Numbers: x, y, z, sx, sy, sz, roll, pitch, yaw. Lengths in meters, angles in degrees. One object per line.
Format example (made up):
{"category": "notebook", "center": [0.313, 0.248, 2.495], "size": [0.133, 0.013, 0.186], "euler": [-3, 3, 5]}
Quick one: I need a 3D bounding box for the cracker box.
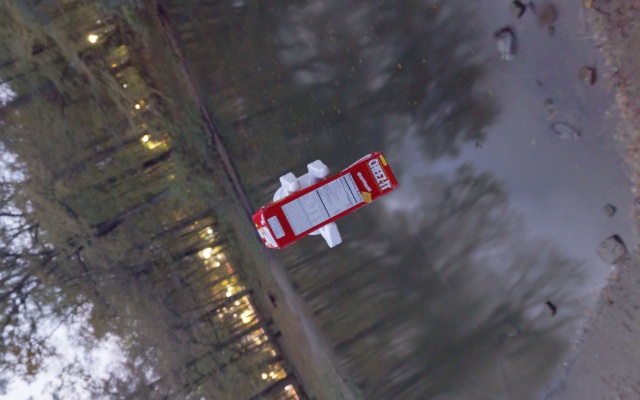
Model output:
{"category": "cracker box", "center": [0.000, 0.003, 0.791], "size": [0.213, 0.072, 0.164], "euler": [-27, 1, -13]}
